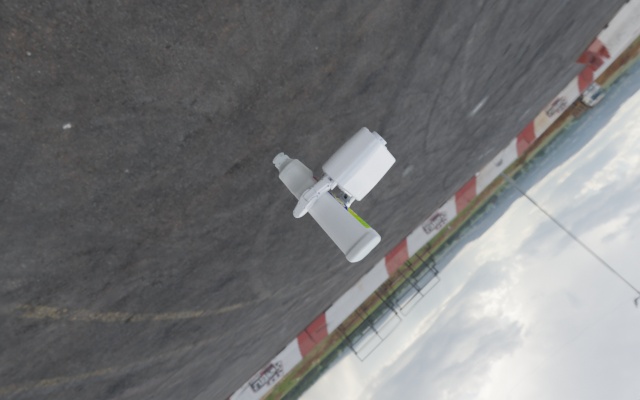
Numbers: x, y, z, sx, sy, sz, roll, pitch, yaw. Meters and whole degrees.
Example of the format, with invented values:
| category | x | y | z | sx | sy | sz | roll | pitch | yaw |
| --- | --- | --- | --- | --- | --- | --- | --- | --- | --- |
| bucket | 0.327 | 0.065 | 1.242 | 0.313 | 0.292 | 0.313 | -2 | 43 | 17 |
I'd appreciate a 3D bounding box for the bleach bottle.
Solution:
| category | x | y | z | sx | sy | sz | roll | pitch | yaw |
| --- | --- | --- | --- | --- | --- | --- | --- | --- | --- |
| bleach bottle | 0.000 | 0.003 | 0.889 | 0.250 | 0.068 | 0.102 | 46 | 7 | 14 |
